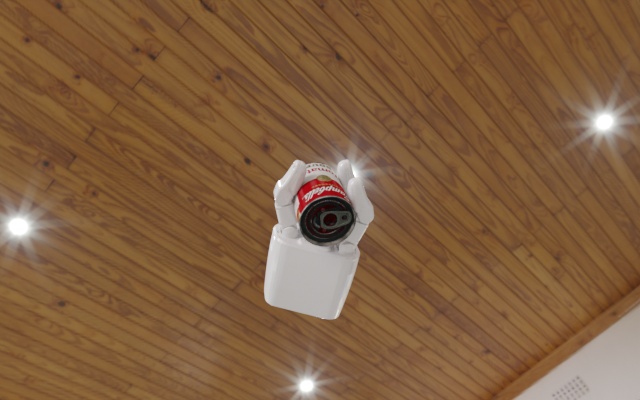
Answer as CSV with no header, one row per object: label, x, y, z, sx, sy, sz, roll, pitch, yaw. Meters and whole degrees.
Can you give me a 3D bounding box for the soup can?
soup can,0.000,0.001,0.598,0.068,0.068,0.102,0,28,-11
